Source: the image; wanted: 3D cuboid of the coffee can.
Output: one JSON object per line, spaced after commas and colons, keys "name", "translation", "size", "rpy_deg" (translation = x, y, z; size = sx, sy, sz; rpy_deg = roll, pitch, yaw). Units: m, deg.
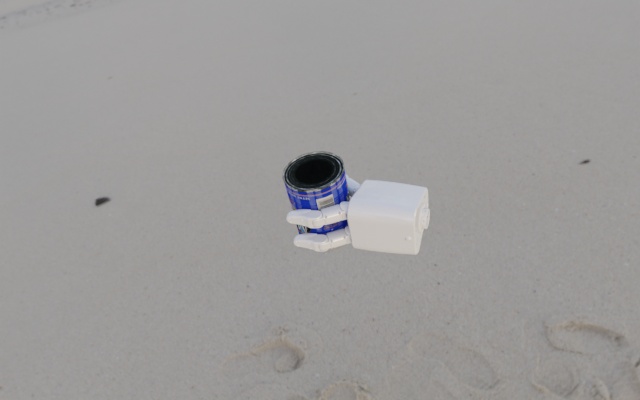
{"name": "coffee can", "translation": [0.000, 0.003, 0.812], "size": [0.103, 0.140, 0.102], "rpy_deg": [-8, 41, 7]}
